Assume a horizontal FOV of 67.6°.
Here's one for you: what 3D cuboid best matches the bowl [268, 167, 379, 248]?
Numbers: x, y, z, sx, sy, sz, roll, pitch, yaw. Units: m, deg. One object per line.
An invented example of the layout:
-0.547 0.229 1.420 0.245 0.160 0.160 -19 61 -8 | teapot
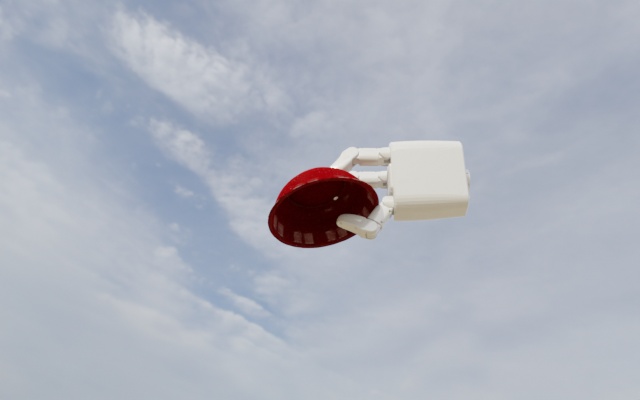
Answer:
-0.001 0.002 0.691 0.162 0.055 0.162 -10 -38 -8 | bowl
